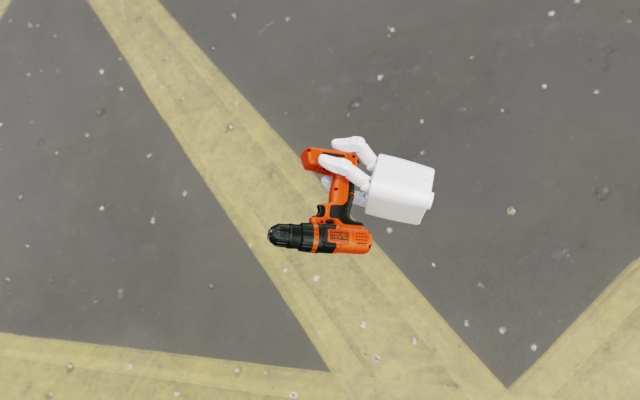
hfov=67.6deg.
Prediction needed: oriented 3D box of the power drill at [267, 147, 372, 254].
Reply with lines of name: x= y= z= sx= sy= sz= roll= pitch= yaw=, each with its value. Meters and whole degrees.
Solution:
power drill: x=0.000 y=0.002 z=0.848 sx=0.184 sy=0.187 sz=0.057 roll=7 pitch=-19 yaw=-17
